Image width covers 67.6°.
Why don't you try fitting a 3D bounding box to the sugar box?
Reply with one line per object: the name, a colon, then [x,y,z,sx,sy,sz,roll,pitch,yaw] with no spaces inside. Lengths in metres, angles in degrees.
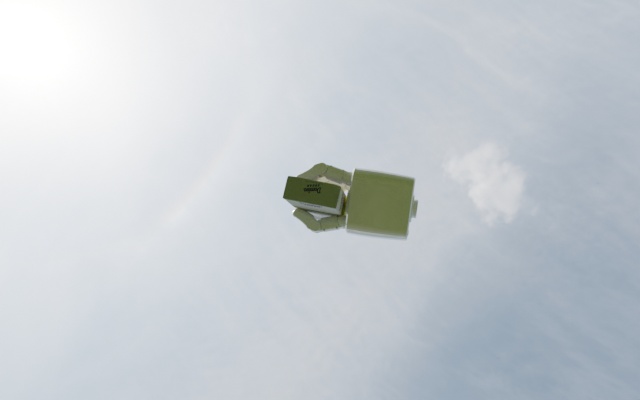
sugar box: [0.000,0.002,0.848,0.093,0.048,0.176,11,-12,11]
